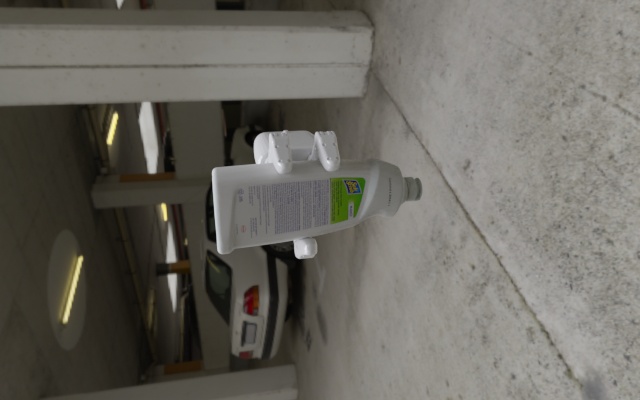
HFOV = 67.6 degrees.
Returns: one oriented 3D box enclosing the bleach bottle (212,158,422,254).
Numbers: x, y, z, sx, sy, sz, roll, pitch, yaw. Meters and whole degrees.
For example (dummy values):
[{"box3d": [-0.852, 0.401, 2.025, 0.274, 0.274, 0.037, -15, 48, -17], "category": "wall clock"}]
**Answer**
[{"box3d": [0.000, 0.002, 0.578, 0.251, 0.103, 0.068, -4, 22, -12], "category": "bleach bottle"}]
